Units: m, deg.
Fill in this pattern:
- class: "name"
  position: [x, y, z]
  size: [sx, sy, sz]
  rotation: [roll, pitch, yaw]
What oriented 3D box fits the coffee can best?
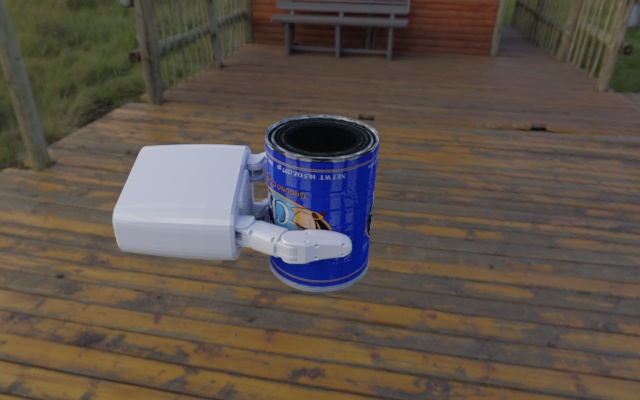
- class: "coffee can"
  position: [0.000, 0.002, 0.459]
  size: [0.103, 0.140, 0.102]
  rotation: [1, 30, -1]
